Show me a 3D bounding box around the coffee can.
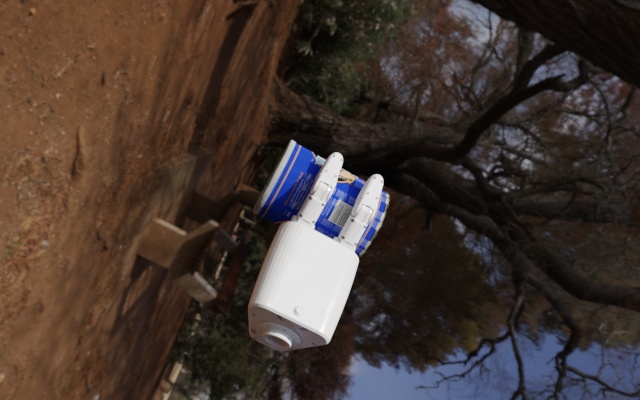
[{"bbox_3d":[0.000,0.002,0.602,0.140,0.103,0.103,28,-4,-8],"label":"coffee can"}]
